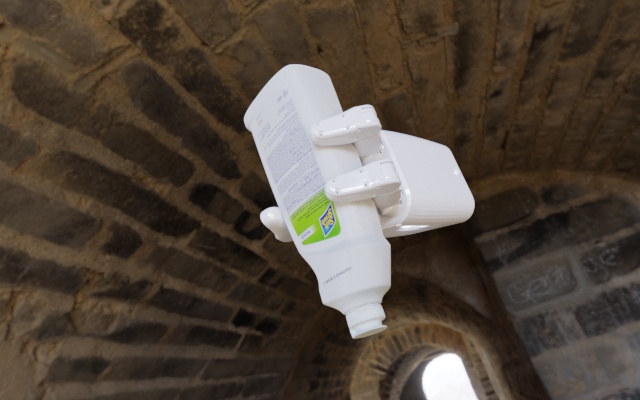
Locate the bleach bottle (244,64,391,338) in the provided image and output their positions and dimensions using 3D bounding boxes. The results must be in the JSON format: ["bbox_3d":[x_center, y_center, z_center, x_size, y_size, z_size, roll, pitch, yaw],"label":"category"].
[{"bbox_3d":[0.000,0.001,0.438,0.068,0.250,0.103,3,-31,-38],"label":"bleach bottle"}]
